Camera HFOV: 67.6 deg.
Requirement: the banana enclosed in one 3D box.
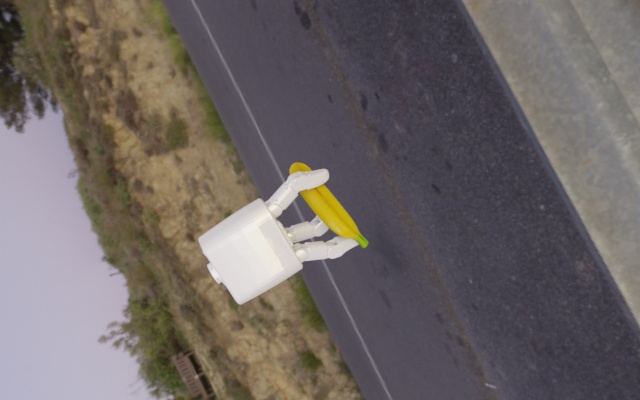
[{"bbox_3d":[-0.004,-0.004,0.717,0.037,0.197,0.070,-37,-34,-3],"label":"banana"}]
